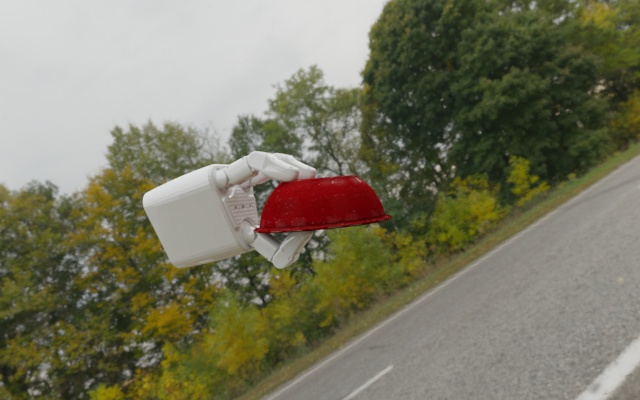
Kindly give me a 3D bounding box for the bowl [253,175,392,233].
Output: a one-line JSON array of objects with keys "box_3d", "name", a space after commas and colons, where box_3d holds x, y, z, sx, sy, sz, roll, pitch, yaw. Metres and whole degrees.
[{"box_3d": [0.001, 0.001, 0.559, 0.162, 0.055, 0.162, -5, 1, 0], "name": "bowl"}]
